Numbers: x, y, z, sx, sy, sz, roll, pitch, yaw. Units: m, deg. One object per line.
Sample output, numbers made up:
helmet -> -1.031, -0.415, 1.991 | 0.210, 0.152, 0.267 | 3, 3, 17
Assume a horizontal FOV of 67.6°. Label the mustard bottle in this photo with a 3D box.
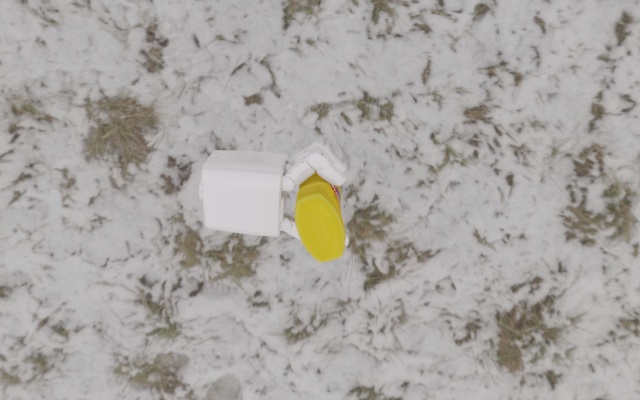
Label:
mustard bottle -> 0.000, 0.002, 0.672 | 0.058, 0.096, 0.191 | -19, 20, 7
